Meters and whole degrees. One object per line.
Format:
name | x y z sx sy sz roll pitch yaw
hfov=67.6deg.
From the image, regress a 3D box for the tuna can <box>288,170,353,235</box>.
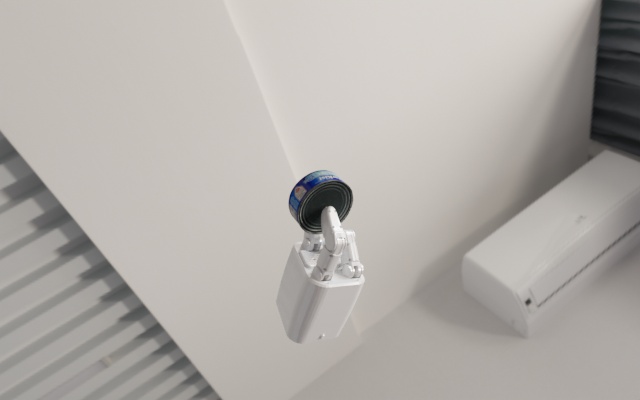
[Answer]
tuna can | 0.000 0.002 0.652 0.086 0.086 0.033 0 31 -34
